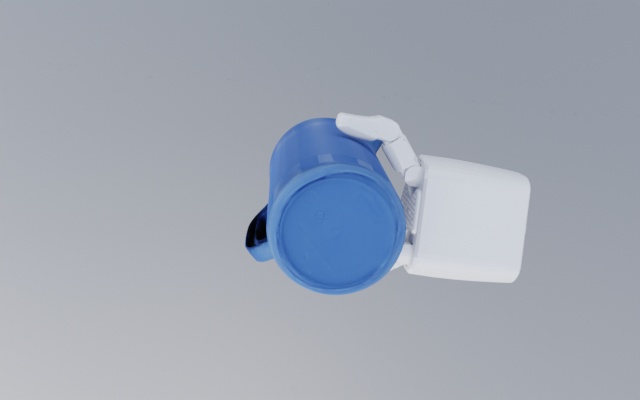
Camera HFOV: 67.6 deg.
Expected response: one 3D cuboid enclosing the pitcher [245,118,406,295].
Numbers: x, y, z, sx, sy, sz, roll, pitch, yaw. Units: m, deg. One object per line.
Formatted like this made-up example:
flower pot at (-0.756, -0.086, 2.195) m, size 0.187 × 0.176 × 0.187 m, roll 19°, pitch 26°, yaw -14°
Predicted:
pitcher at (0.000, 0.002, 0.474) m, size 0.145 × 0.149 × 0.242 m, roll 9°, pitch 14°, yaw -4°
